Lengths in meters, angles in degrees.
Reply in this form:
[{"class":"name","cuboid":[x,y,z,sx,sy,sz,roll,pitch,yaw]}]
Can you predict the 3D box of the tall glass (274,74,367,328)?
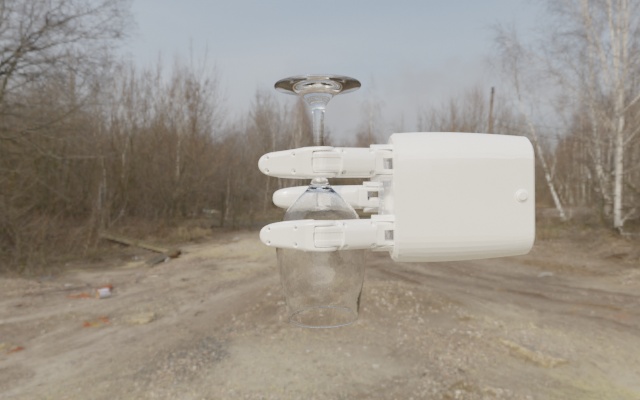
[{"class":"tall glass","cuboid":[0.000,0.001,0.408,0.079,0.201,0.079,-1,1,0]}]
